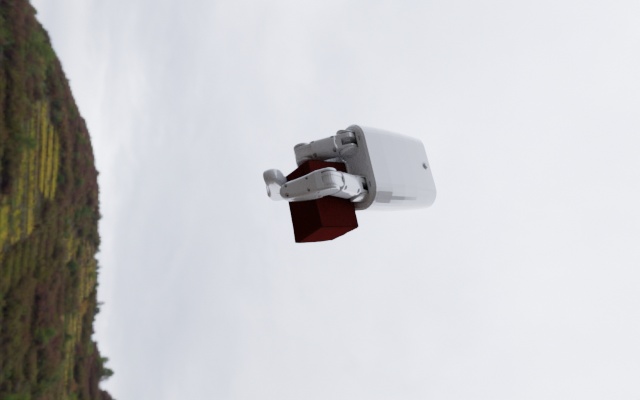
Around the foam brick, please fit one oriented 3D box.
[{"bbox_3d":[0.000,0.002,0.517,0.051,0.078,0.053,3,-22,-37],"label":"foam brick"}]
